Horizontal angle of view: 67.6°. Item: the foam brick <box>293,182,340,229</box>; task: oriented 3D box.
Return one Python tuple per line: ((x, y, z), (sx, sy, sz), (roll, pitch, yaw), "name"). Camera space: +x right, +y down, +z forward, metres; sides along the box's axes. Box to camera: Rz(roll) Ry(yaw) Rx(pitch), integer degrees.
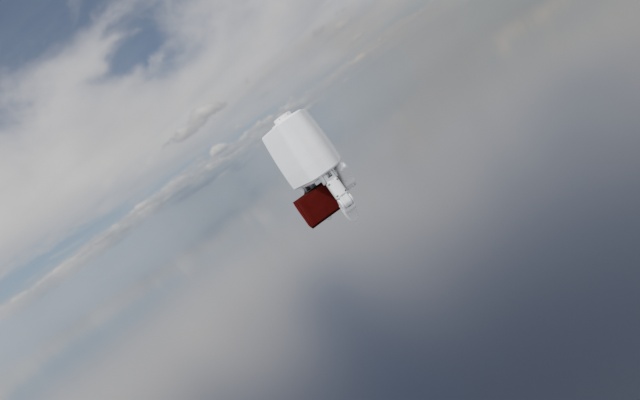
((0.000, 0.003, 0.798), (0.078, 0.051, 0.053), (-36, 7, -8), "foam brick")
